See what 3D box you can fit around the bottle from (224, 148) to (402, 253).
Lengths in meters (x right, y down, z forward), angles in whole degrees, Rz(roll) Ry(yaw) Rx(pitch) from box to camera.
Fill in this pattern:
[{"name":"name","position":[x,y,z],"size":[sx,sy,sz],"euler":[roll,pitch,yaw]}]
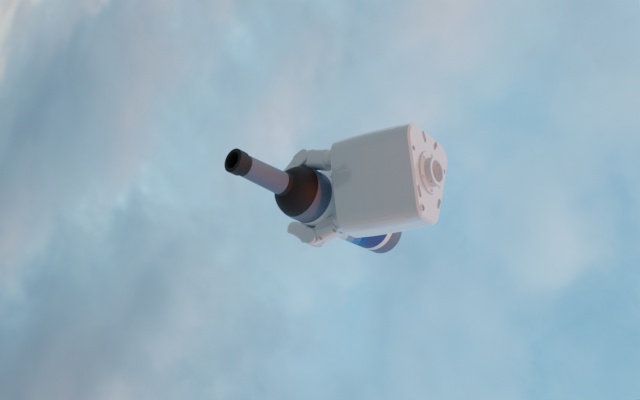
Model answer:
[{"name":"bottle","position":[0.000,0.002,0.611],"size":[0.069,0.069,0.296],"euler":[0,-18,42]}]
